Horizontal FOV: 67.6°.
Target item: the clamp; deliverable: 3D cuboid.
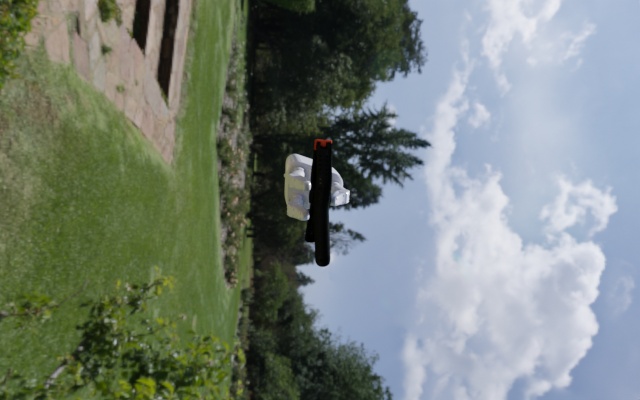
[{"bbox_3d":[0.001,0.002,0.825,0.036,0.210,0.164,2,17,-10],"label":"clamp"}]
